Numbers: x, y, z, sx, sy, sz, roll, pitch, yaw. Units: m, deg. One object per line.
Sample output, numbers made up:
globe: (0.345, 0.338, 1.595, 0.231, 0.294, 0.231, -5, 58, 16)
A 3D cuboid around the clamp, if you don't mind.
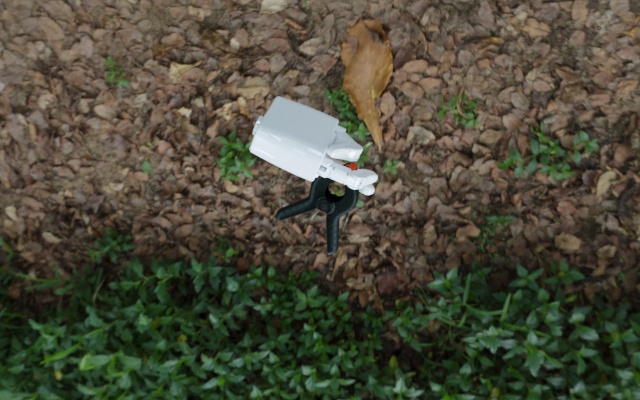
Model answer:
clamp: (0.000, 0.003, 0.778, 0.120, 0.171, 0.039, 23, 30, -2)
